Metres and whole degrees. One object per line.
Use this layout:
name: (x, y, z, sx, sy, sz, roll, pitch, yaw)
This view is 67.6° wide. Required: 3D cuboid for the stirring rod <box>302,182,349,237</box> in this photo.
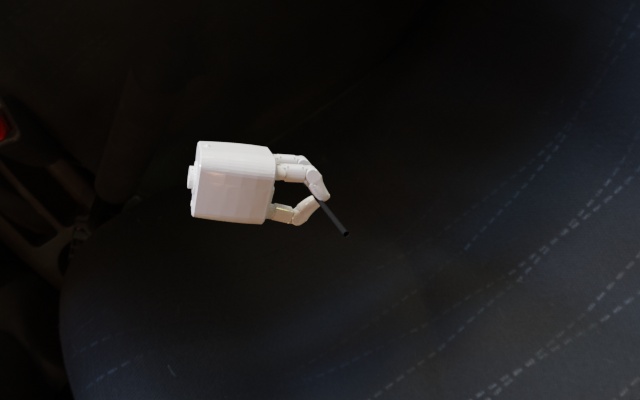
stirring rod: (0.000, 0.002, 0.715, 0.011, 0.011, 0.239, 0, 20, -17)
